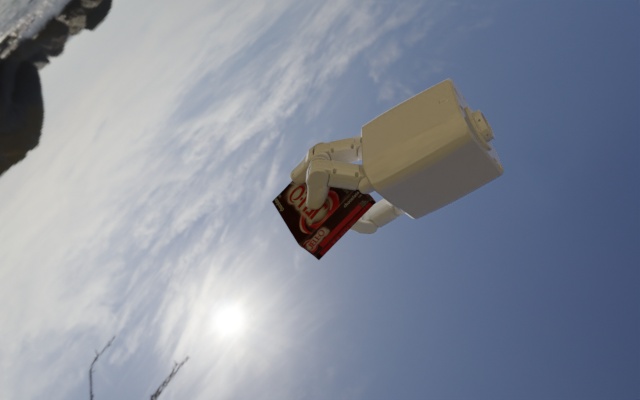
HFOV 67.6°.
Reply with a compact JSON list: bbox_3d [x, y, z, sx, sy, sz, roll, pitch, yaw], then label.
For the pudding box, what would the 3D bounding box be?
[{"bbox_3d":[0.000,0.002,0.542,0.039,0.090,0.113,43,4,-30],"label":"pudding box"}]
